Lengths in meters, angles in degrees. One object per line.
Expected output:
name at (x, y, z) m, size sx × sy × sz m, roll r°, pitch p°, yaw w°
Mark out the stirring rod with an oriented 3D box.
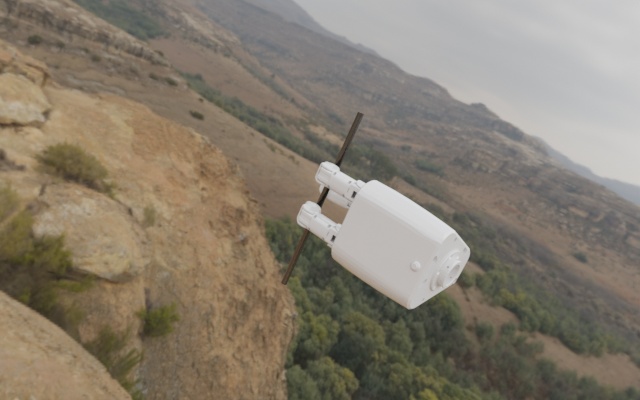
stirring rod at (0.000, 0.002, 0.599) m, size 0.011 × 0.239 × 0.011 m, roll 23°, pitch 13°, yaw -6°
